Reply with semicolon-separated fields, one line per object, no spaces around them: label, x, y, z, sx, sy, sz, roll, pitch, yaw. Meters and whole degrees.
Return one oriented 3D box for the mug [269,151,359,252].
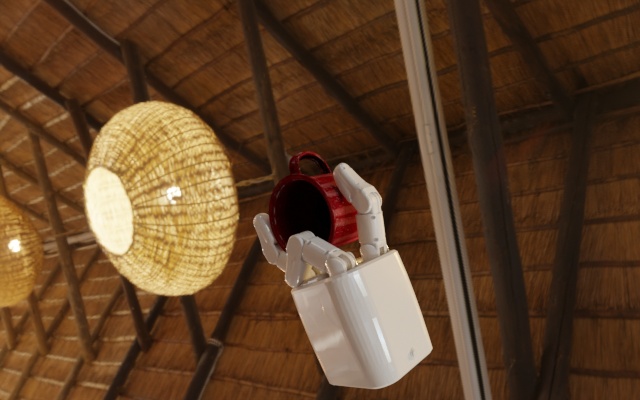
mug;0.000;0.000;0.525;0.093;0.117;0.081;-26;-9;41
